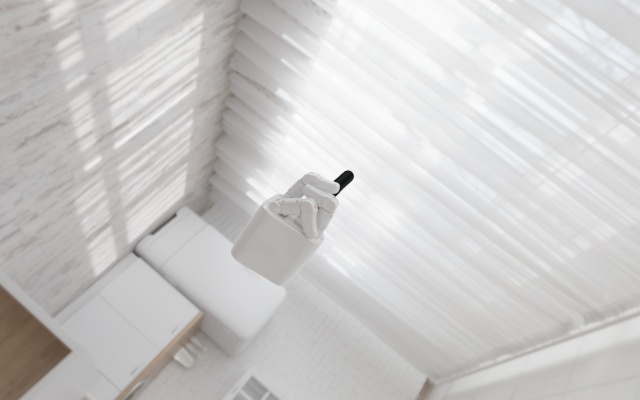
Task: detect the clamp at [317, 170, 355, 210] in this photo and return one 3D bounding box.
[{"bbox_3d":[0.001,0.003,0.840,0.039,0.120,0.171,41,20,5],"label":"clamp"}]
